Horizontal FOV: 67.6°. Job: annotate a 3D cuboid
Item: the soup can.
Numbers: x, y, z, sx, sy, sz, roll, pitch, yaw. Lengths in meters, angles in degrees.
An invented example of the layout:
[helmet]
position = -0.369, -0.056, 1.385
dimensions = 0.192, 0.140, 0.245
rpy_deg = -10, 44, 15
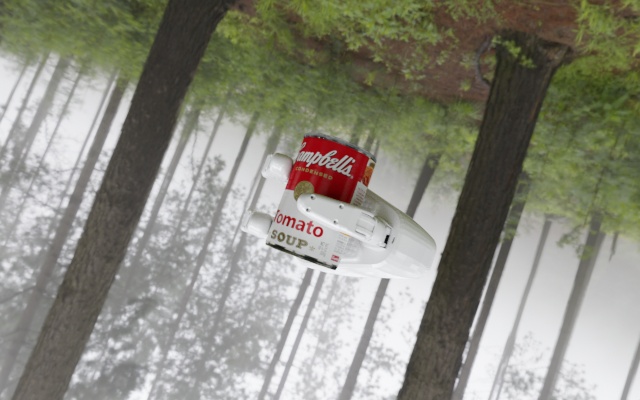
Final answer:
[soup can]
position = 0.000, 0.002, 0.413
dimensions = 0.068, 0.102, 0.068
rpy_deg = 20, -5, 2
